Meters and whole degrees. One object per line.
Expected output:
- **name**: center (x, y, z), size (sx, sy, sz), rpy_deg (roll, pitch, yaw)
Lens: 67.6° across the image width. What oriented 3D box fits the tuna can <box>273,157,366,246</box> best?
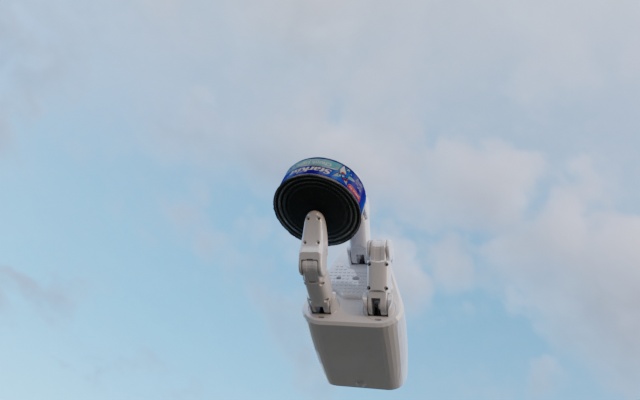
- **tuna can**: center (0.000, 0.001, 0.459), size (0.086, 0.086, 0.033), rpy_deg (0, 38, 18)
